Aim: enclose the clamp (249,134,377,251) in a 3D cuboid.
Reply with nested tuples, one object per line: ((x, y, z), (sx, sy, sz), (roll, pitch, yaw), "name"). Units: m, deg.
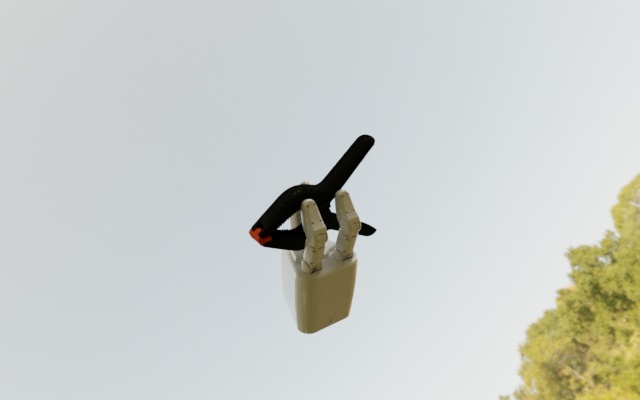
((-0.001, 0.002, 0.653), (0.210, 0.165, 0.036), (-17, 31, -32), "clamp")
